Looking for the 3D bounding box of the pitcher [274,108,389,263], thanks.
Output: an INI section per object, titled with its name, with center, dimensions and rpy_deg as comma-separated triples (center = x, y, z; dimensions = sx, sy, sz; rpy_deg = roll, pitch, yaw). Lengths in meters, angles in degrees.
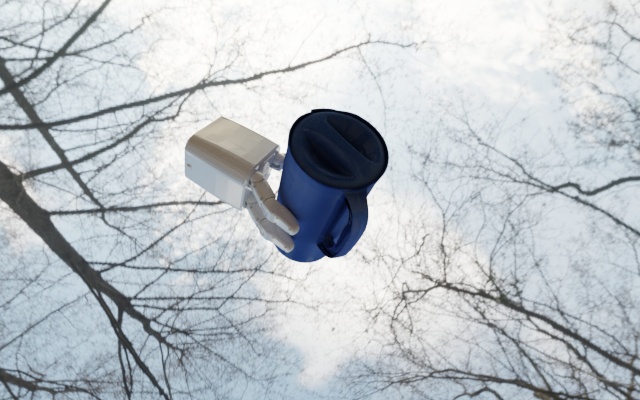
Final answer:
[pitcher]
center = 0.000, 0.002, 0.692
dimensions = 0.145, 0.149, 0.243
rpy_deg = 28, -36, 4
